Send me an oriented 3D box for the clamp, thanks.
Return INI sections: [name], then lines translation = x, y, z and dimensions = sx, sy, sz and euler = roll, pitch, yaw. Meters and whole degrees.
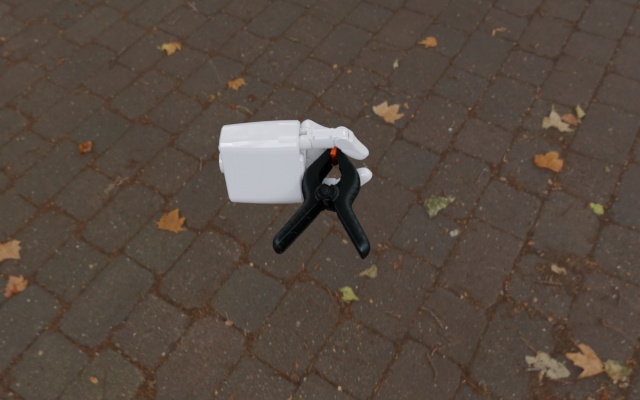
[clamp]
translation = 0.000, 0.002, 0.620
dimensions = 0.120, 0.171, 0.039
euler = -2, -37, 2
